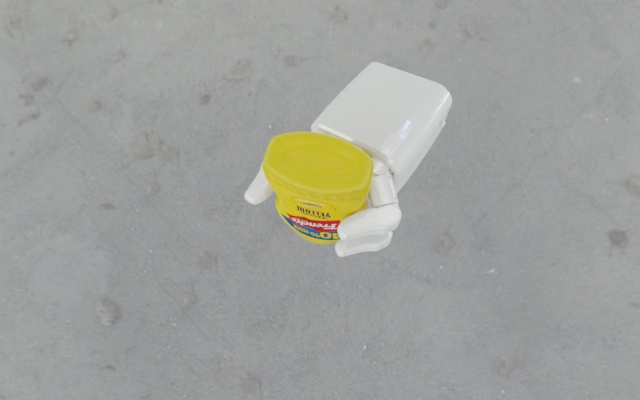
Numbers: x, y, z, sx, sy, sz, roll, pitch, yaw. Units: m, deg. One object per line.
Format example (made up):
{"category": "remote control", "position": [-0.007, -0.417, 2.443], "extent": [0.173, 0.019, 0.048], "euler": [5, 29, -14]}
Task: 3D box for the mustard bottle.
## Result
{"category": "mustard bottle", "position": [0.000, 0.002, 0.494], "extent": [0.096, 0.058, 0.192], "euler": [12, -21, 6]}
